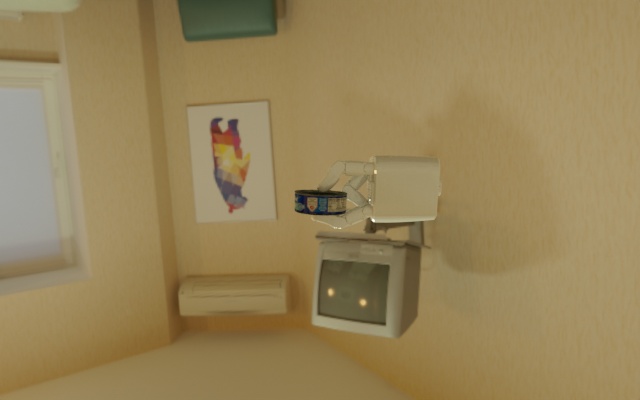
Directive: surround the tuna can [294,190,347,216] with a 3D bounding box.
[{"bbox_3d":[0.000,0.003,0.775,0.086,0.034,0.086,2,6,0],"label":"tuna can"}]
